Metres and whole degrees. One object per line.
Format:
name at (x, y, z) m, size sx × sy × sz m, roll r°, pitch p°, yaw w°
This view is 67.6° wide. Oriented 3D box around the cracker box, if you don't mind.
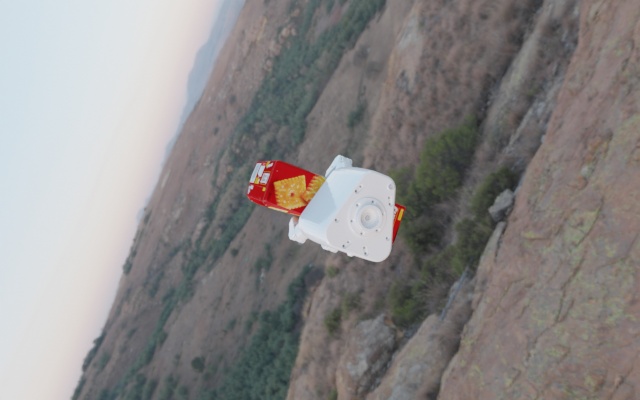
cracker box at (0.000, 0.002, 0.763) m, size 0.214 × 0.072 × 0.164 m, roll 20°, pitch -3°, yaw -18°
